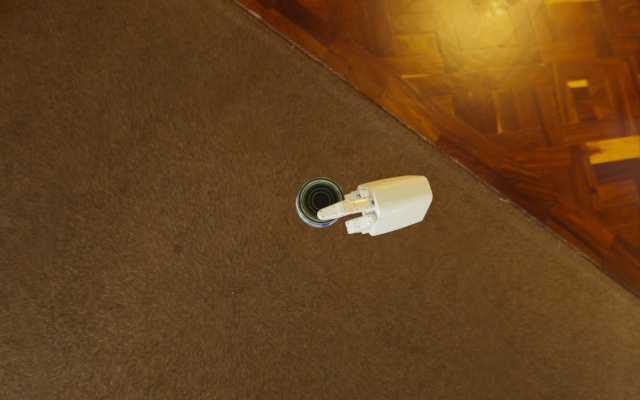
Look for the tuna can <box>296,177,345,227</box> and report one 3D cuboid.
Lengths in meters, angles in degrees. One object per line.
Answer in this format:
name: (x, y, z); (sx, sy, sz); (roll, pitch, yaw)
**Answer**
tuna can: (0.000, 0.003, 0.838); (0.086, 0.086, 0.034); (0, -9, -5)
